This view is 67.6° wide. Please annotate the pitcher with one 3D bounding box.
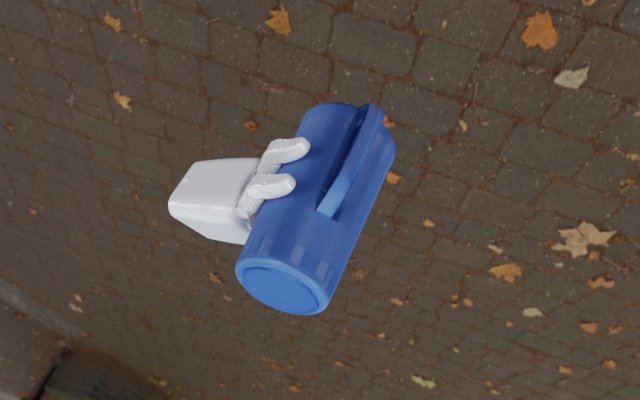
[{"bbox_3d":[0.000,0.002,0.563,0.145,0.242,0.149,3,-40,27],"label":"pitcher"}]
